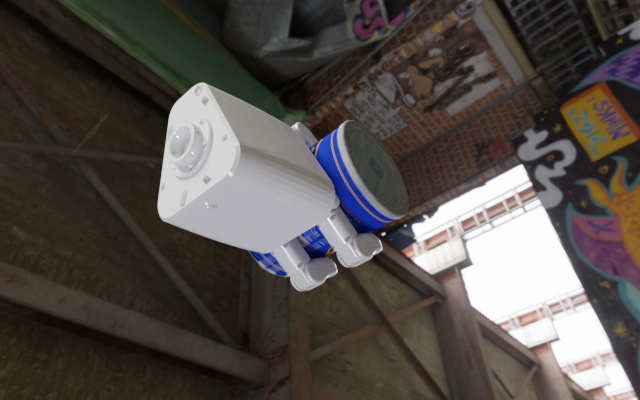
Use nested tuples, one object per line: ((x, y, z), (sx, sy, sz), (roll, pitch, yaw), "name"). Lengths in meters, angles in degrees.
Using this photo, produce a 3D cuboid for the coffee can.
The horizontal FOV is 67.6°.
((0.000, 0.001, 0.472), (0.140, 0.102, 0.103), (-32, -16, 27), "coffee can")
